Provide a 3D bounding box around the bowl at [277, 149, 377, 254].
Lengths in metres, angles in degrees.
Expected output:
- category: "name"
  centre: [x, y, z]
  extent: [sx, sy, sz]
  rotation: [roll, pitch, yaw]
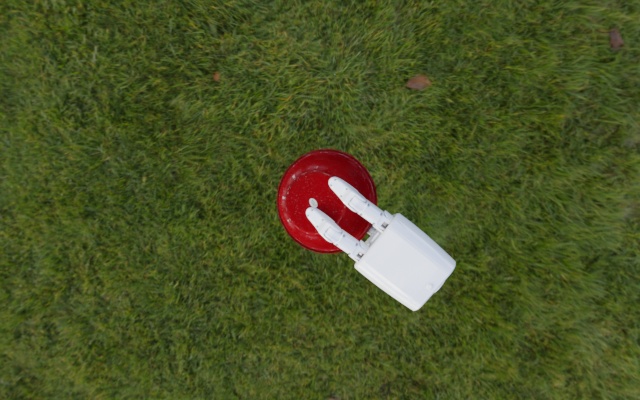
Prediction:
- category: "bowl"
  centre: [-0.001, 0.002, 0.709]
  extent: [0.162, 0.162, 0.055]
  rotation: [0, 2, 18]
